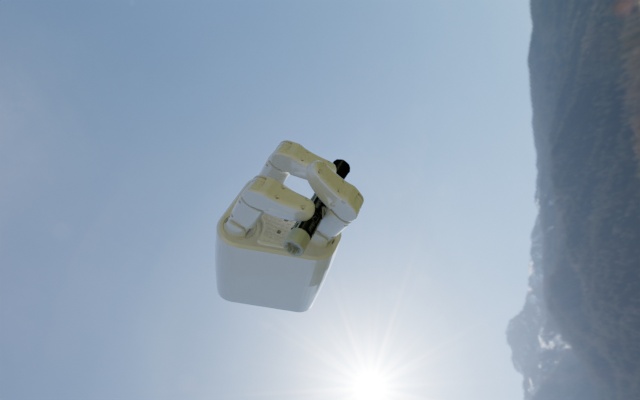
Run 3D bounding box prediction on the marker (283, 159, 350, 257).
[{"bbox_3d":[0.000,0.001,0.425,0.020,0.020,0.121,0,38,28],"label":"marker"}]
